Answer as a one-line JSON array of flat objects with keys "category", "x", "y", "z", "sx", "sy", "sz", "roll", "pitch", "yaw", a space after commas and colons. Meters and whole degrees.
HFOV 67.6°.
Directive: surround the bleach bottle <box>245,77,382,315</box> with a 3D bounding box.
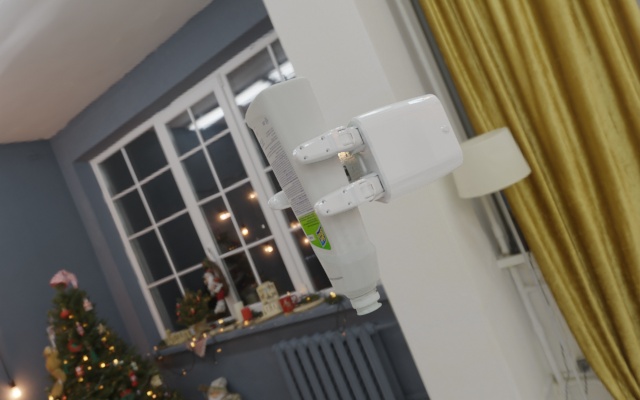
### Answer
[{"category": "bleach bottle", "x": 0.000, "y": 0.002, "z": 0.517, "sx": 0.068, "sy": 0.251, "sz": 0.102, "roll": -23, "pitch": -1, "yaw": -19}]
